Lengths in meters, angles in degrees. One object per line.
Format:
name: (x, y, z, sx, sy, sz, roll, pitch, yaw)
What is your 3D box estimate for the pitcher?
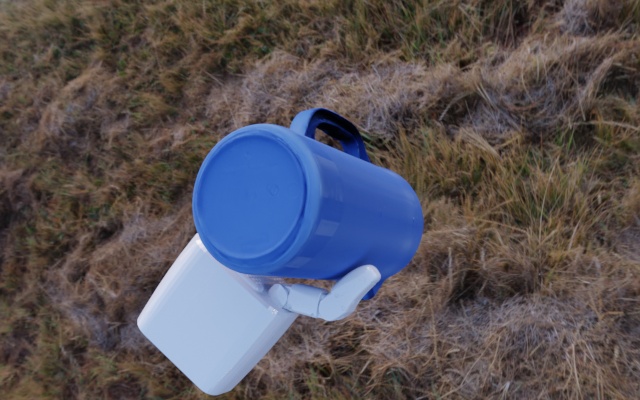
pitcher: (0.000, 0.002, 0.438, 0.149, 0.145, 0.243, 43, 11, 24)
